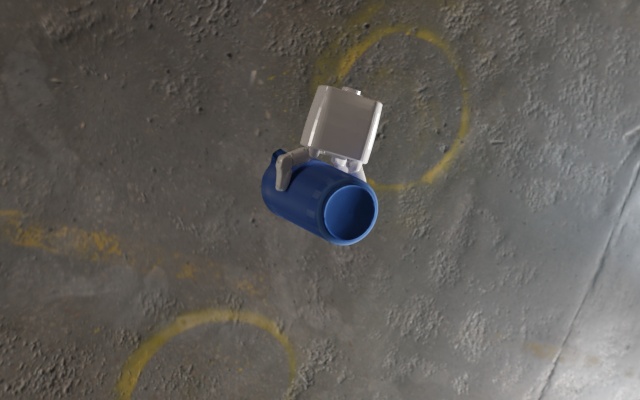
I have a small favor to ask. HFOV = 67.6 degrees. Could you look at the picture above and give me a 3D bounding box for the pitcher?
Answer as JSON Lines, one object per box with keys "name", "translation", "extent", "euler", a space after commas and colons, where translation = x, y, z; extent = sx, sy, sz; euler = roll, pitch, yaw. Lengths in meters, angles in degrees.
{"name": "pitcher", "translation": [0.000, 0.003, 0.830], "extent": [0.149, 0.145, 0.242], "euler": [13, 6, -27]}
